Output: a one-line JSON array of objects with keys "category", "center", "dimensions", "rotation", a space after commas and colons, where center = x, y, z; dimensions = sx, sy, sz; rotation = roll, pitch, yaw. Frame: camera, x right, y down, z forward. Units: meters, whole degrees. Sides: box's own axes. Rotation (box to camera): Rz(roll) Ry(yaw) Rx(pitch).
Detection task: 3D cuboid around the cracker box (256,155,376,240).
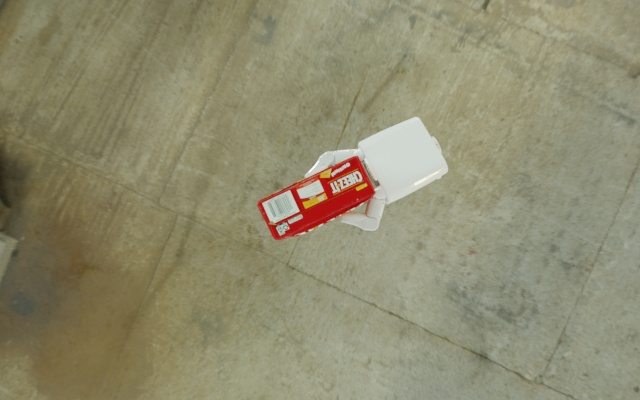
[{"category": "cracker box", "center": [0.000, 0.002, 0.784], "dimensions": [0.164, 0.072, 0.214], "rotation": [-26, -4, 2]}]
